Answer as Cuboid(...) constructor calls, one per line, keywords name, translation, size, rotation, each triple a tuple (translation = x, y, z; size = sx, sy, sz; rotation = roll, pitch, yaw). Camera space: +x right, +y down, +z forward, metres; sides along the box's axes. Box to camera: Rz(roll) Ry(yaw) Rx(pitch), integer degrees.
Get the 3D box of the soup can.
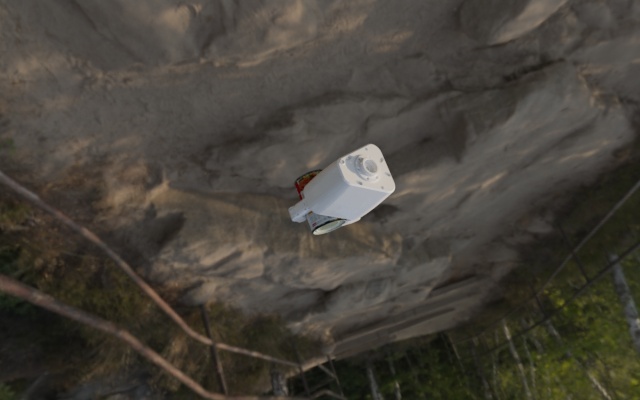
Cuboid(name="soup can", translation=(0.000, 0.003, 0.872), size=(0.068, 0.102, 0.068), rotation=(-19, -16, -6))
